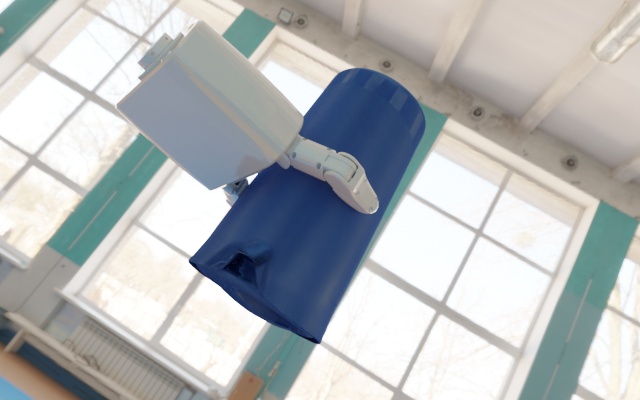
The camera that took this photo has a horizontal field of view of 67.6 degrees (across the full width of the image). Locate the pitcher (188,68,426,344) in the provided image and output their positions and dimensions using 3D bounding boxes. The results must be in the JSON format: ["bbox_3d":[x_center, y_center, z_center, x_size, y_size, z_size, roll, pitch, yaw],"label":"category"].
[{"bbox_3d":[0.000,0.001,0.456,0.145,0.242,0.149,42,-21,-26],"label":"pitcher"}]
